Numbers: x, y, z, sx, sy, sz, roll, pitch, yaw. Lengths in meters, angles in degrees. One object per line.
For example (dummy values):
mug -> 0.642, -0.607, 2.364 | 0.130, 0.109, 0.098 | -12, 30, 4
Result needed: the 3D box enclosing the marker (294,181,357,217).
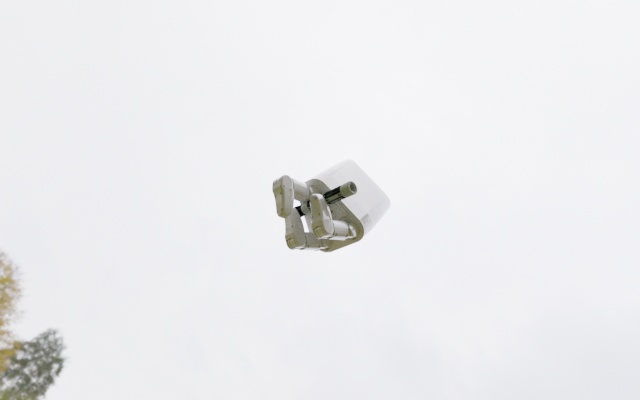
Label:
marker -> 0.000, 0.002, 0.662 | 0.121, 0.020, 0.020 | -25, -16, 39
